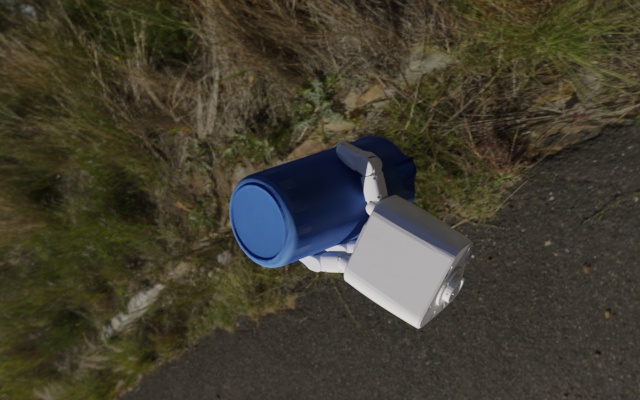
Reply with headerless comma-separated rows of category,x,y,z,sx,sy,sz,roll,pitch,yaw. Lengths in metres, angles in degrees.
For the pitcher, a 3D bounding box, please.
pitcher,0.000,0.002,0.618,0.145,0.149,0.243,33,32,30
